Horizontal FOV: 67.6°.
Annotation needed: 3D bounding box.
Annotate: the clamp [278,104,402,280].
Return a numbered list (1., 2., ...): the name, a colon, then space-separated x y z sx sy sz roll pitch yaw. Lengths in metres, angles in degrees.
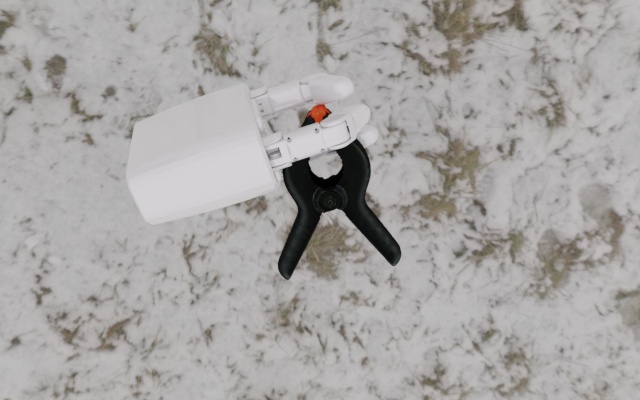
1. clamp: 0.000 0.002 0.440 0.120 0.171 0.039 -18 21 0
